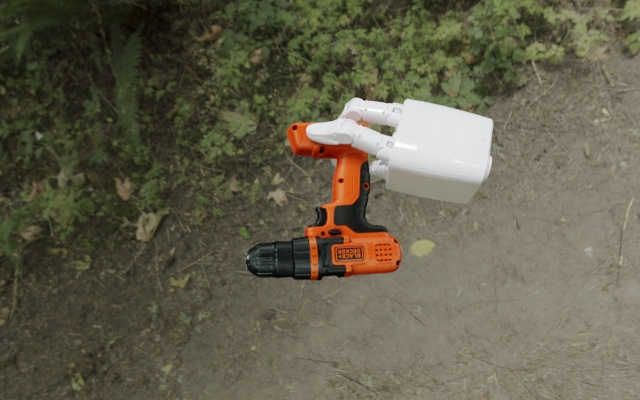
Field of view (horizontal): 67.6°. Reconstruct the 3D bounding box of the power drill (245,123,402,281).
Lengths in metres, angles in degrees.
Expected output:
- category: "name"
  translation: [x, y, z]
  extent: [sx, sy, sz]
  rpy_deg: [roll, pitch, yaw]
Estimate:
- category: "power drill"
  translation: [0.000, 0.001, 0.579]
  extent: [0.184, 0.187, 0.057]
  rpy_deg: [-1, -11, -9]
